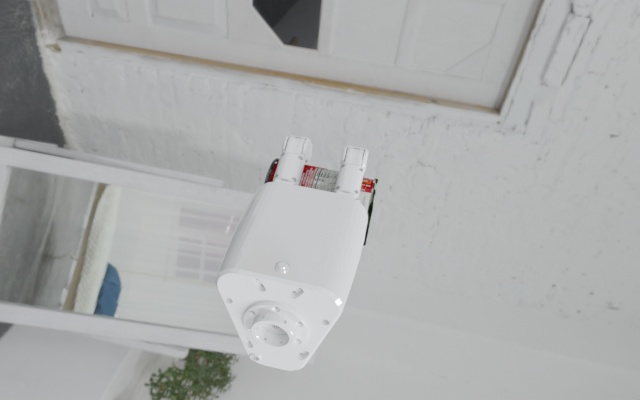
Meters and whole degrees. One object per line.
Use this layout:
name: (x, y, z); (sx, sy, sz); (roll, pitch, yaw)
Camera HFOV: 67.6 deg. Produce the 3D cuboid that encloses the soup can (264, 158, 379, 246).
soup can: (0.000, 0.001, 0.462); (0.102, 0.068, 0.068); (11, 1, 6)
